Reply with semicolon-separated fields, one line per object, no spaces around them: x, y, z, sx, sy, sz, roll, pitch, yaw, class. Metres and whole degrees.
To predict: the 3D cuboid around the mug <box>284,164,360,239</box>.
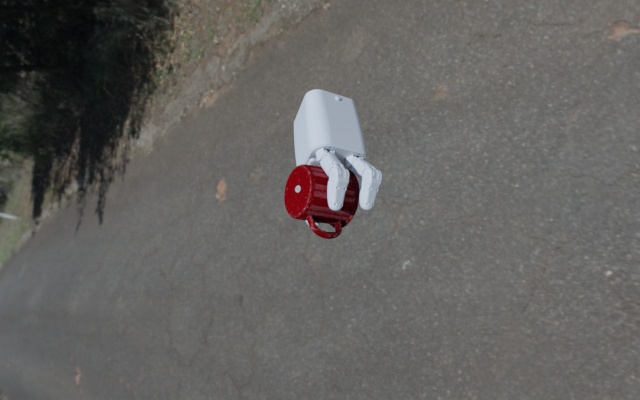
0.000;0.004;0.708;0.081;0.117;0.093;9;-30;-32;mug
